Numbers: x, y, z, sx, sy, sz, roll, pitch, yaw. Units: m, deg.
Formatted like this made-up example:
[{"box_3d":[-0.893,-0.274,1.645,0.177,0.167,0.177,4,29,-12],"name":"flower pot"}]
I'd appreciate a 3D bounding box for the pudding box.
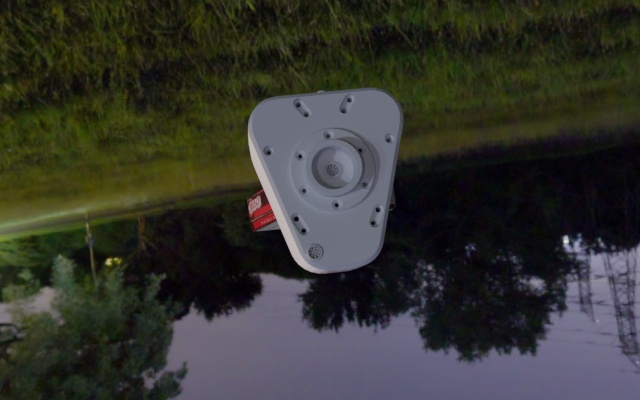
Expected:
[{"box_3d":[0.000,0.002,0.448,0.113,0.039,0.090,-1,-12,-31],"name":"pudding box"}]
